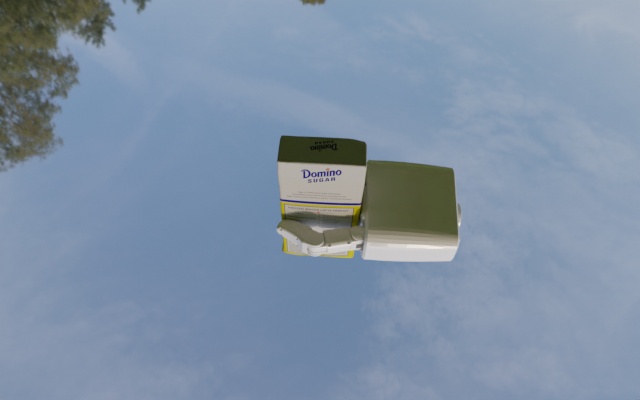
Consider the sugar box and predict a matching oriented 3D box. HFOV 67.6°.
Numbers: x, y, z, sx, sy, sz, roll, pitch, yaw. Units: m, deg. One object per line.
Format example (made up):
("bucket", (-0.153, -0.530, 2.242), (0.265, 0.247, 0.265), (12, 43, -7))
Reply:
("sugar box", (0.000, 0.001, 0.556), (0.093, 0.048, 0.176), (4, -40, 0))
